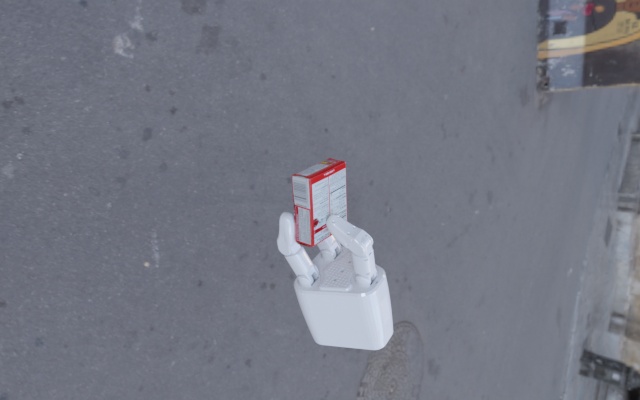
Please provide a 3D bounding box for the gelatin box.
[{"bbox_3d":[0.000,0.002,0.574,0.030,0.089,0.073,14,28,34],"label":"gelatin box"}]
